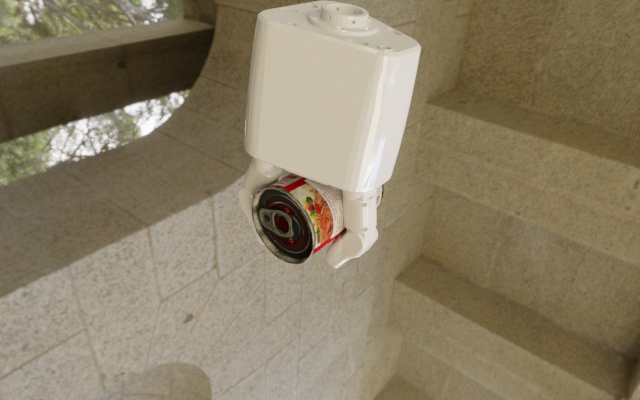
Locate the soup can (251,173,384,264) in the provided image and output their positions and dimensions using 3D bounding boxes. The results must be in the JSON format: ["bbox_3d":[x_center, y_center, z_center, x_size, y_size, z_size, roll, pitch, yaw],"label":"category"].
[{"bbox_3d":[0.000,0.002,0.416,0.068,0.068,0.102,0,23,43],"label":"soup can"}]
